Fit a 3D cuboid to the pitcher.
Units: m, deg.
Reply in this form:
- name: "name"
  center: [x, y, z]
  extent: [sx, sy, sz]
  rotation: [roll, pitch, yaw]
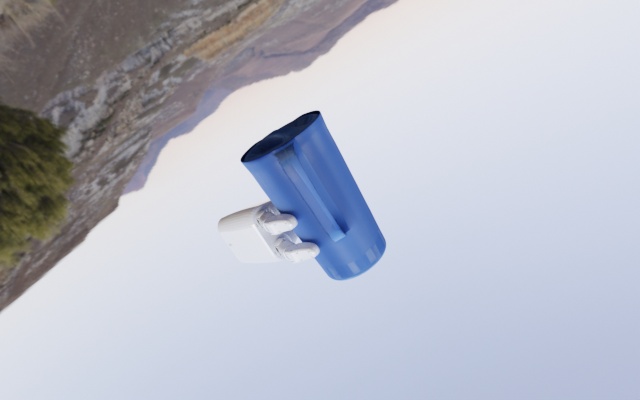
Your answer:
- name: "pitcher"
  center: [0.000, 0.002, 0.706]
  extent: [0.145, 0.243, 0.149]
  rotation: [-13, 27, 44]
